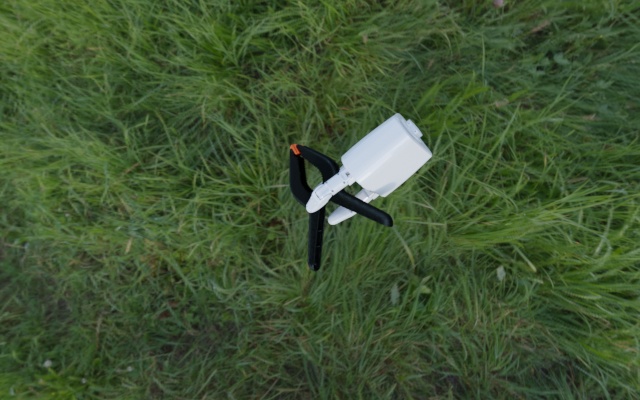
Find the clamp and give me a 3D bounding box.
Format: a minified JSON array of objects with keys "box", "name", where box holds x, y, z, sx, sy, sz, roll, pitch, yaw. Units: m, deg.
[{"box":[0.000,0.002,0.792,0.164,0.210,0.036,-40,-16,20],"name":"clamp"}]
